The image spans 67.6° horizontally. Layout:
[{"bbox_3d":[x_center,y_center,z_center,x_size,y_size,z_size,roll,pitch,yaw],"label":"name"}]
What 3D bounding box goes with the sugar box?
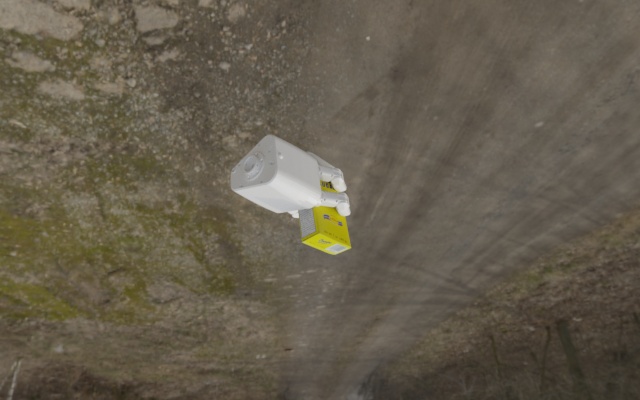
[{"bbox_3d":[0.000,0.003,0.859,0.048,0.176,0.093,-27,-35,30],"label":"sugar box"}]
